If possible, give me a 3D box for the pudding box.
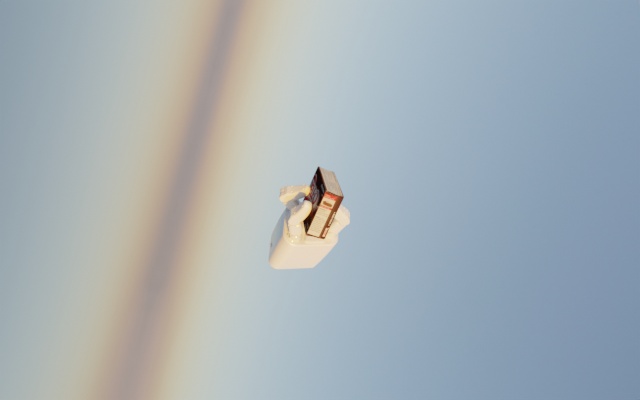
[{"bbox_3d":[0.000,0.003,0.841,0.039,0.090,0.113,16,22,-17],"label":"pudding box"}]
